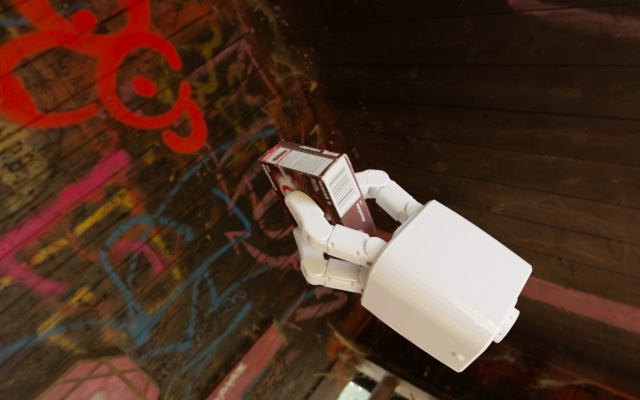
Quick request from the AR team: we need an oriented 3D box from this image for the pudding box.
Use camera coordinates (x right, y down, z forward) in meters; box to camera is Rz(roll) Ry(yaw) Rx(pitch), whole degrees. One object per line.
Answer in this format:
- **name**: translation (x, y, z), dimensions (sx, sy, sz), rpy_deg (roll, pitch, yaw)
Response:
- **pudding box**: translation (0.000, 0.001, 0.459), dimensions (0.090, 0.114, 0.039), rpy_deg (17, 51, 43)
